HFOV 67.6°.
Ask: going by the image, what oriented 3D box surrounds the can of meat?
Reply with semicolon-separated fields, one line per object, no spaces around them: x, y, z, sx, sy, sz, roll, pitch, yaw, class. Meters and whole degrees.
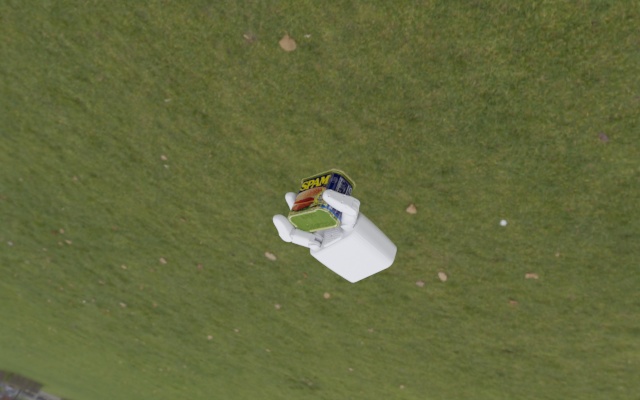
0.000;0.003;0.808;0.102;0.084;0.057;-14;-46;44;can of meat
